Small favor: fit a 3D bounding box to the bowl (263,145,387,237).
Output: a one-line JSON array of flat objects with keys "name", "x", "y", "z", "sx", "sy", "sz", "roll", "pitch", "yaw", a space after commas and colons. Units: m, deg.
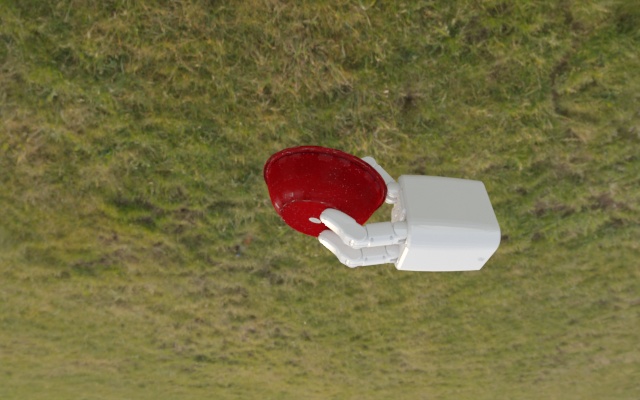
[{"name": "bowl", "x": -0.001, "y": 0.002, "z": 0.600, "sx": 0.162, "sy": 0.055, "sz": 0.162, "roll": 10, "pitch": -31, "yaw": 6}]
